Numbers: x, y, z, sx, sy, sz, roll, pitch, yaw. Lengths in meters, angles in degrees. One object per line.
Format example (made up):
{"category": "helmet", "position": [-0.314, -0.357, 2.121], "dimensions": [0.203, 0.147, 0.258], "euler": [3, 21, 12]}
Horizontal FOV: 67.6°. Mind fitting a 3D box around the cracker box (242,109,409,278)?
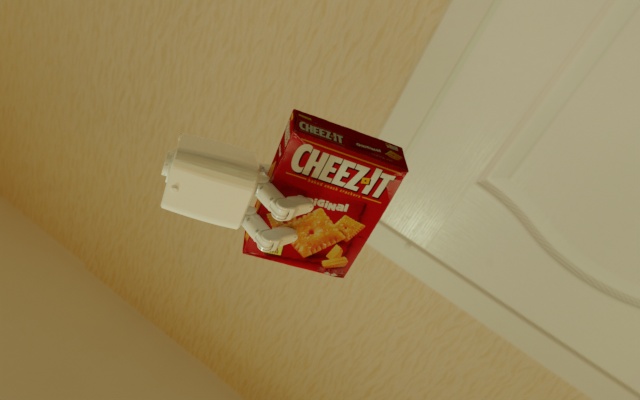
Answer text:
{"category": "cracker box", "position": [0.000, 0.002, 0.672], "dimensions": [0.164, 0.214, 0.072], "euler": [17, 34, -15]}
